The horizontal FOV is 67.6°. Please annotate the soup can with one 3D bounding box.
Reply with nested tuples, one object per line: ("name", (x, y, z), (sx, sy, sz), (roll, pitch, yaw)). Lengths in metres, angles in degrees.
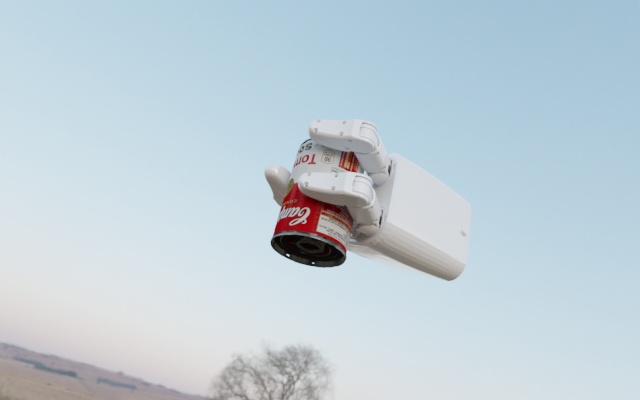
("soup can", (0.000, 0.001, 0.438), (0.068, 0.102, 0.068), (11, -27, 6))
